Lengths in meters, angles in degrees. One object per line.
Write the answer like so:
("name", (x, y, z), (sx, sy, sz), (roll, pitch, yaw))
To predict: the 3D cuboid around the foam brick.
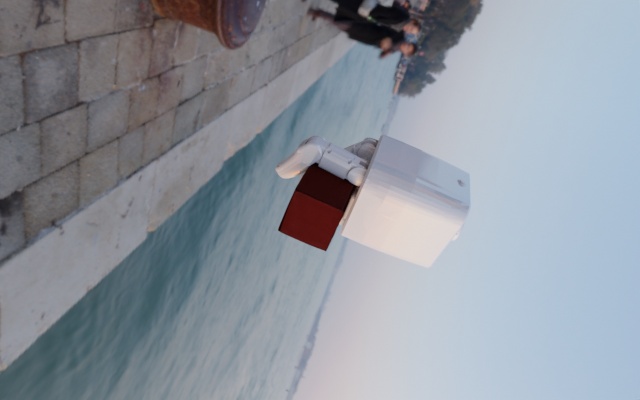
("foam brick", (0.000, 0.002, 0.472), (0.051, 0.053, 0.078), (25, 33, 1))
